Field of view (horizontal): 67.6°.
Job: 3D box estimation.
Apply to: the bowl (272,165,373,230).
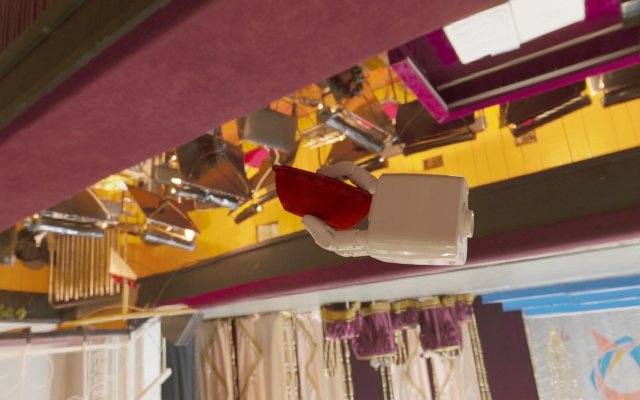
[{"bbox_3d":[-0.001,0.002,0.676,0.162,0.055,0.162,18,-5,2],"label":"bowl"}]
